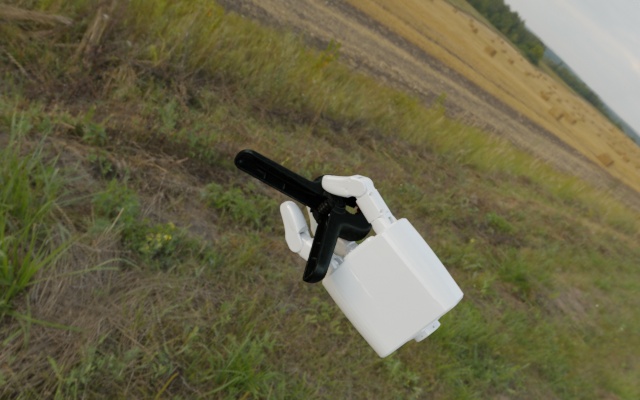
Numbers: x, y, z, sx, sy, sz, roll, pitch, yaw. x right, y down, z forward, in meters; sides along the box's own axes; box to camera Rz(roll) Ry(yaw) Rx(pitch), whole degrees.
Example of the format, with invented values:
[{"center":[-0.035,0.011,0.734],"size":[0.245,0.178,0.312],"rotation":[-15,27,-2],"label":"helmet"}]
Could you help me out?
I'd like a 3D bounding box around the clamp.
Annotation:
[{"center":[0.001,0.001,0.564],"size":[0.036,0.164,0.210],"rotation":[-43,-15,29],"label":"clamp"}]
